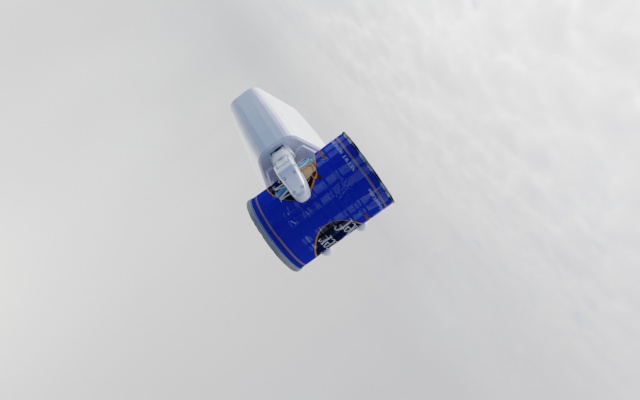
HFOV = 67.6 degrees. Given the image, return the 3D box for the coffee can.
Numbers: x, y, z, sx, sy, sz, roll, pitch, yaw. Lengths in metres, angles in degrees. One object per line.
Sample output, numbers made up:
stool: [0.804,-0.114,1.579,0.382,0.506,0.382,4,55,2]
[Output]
coffee can: [0.000,0.002,0.559,0.140,0.103,0.103,-36,-3,4]
